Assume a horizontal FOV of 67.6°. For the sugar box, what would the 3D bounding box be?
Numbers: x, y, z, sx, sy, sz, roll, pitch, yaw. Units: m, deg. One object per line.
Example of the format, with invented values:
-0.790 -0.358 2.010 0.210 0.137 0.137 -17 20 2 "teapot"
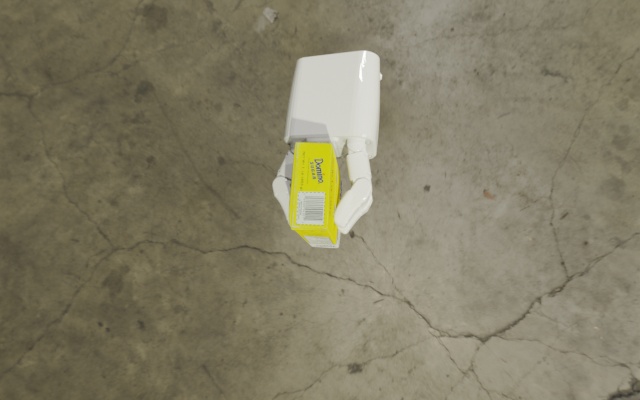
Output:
0.001 0.002 0.568 0.048 0.093 0.176 3 -11 9 "sugar box"
